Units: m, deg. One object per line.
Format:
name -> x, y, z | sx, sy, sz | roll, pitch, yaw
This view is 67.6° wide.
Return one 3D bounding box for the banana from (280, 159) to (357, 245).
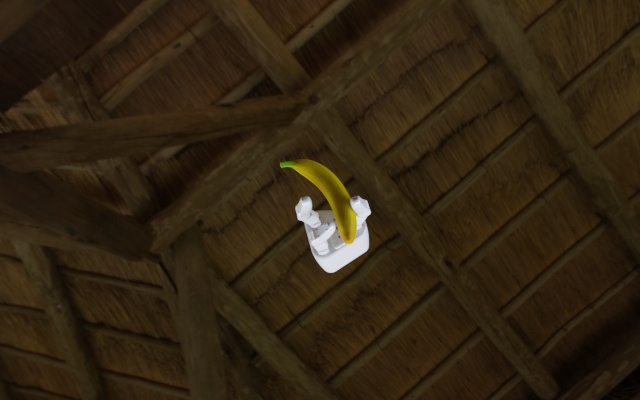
banana -> 0.013, -0.010, 0.843 | 0.069, 0.197, 0.037 | -36, -21, -15
